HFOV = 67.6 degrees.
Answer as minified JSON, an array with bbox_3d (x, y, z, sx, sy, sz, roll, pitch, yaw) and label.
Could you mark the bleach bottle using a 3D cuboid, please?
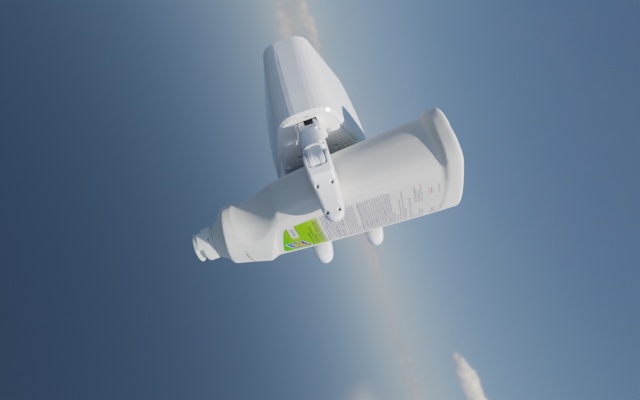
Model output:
[{"bbox_3d":[0.000,0.002,0.443,0.251,0.068,0.103,-18,-32,4],"label":"bleach bottle"}]
